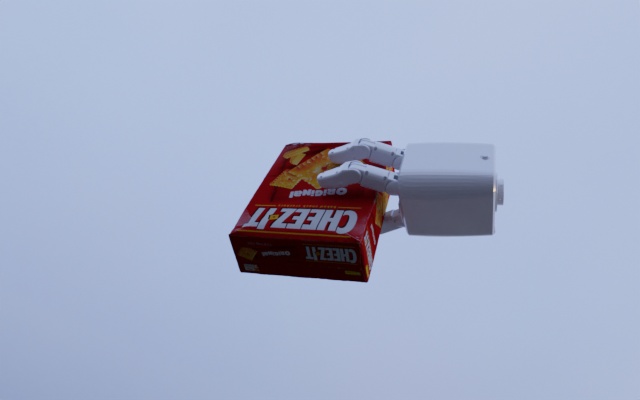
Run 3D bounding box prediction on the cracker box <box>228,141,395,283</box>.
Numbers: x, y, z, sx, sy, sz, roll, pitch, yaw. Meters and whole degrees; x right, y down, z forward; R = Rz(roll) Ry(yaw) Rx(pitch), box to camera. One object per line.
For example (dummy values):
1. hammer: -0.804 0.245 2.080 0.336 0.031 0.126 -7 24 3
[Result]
1. cracker box: 0.000 0.002 0.624 0.164 0.072 0.213 1 37 19
